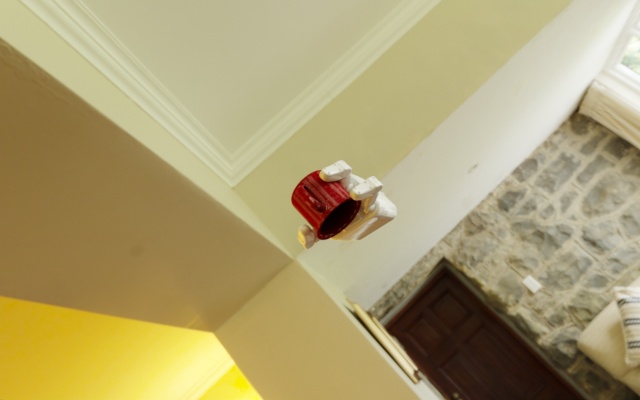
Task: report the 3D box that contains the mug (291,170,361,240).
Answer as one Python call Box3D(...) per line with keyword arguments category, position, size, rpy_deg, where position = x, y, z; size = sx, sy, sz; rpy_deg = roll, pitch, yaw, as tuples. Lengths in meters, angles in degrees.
Box3D(category="mug", position=(-0.001, 0.002, 0.772), size=(0.081, 0.093, 0.117), rpy_deg=(46, 14, 26))
